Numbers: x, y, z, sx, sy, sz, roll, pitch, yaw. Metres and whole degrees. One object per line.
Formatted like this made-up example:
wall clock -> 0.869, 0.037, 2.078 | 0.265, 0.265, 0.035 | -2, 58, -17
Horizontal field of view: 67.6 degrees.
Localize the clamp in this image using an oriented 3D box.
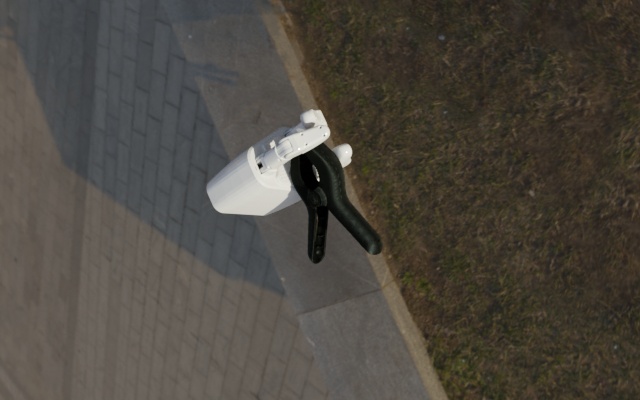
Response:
clamp -> 0.000, 0.002, 0.594 | 0.120, 0.171, 0.039 | -28, -6, 41
